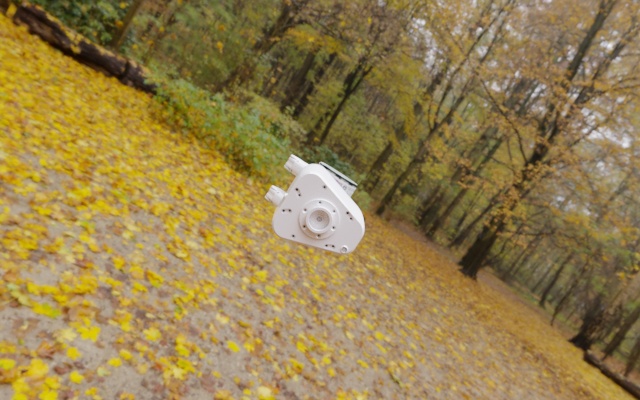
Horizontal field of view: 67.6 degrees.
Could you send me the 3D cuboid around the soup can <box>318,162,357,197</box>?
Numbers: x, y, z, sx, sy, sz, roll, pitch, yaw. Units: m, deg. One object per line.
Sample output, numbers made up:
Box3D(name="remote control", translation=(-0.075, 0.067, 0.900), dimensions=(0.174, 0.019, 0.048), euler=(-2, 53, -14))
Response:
Box3D(name="soup can", translation=(0.000, 0.002, 0.710), dimensions=(0.068, 0.102, 0.068), euler=(32, 7, -4))
